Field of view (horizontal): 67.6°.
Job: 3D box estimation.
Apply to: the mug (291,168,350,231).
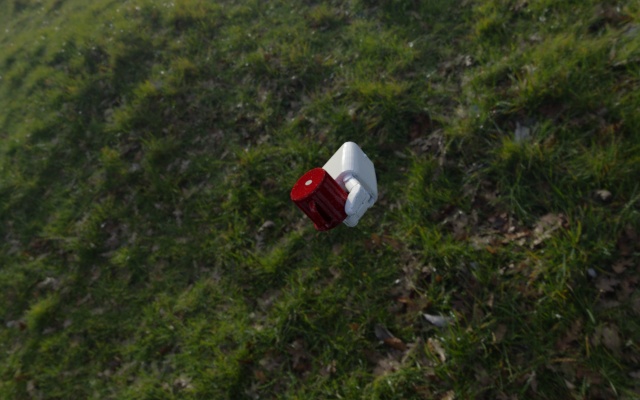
[{"bbox_3d":[0.000,0.004,0.855,0.093,0.081,0.117,-30,32,24],"label":"mug"}]
